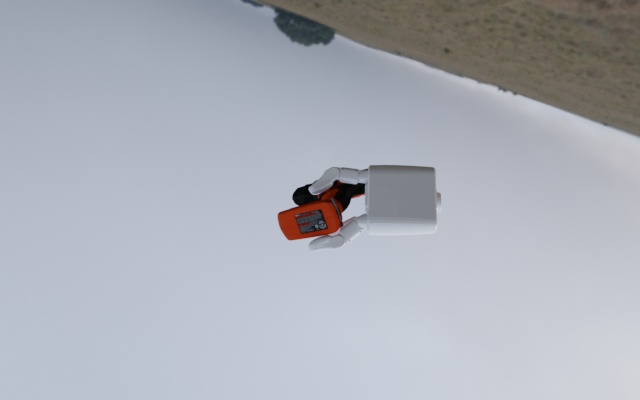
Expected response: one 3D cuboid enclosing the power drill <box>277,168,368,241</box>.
[{"bbox_3d":[0.000,0.003,0.836,0.184,0.057,0.187,-15,16,29],"label":"power drill"}]
